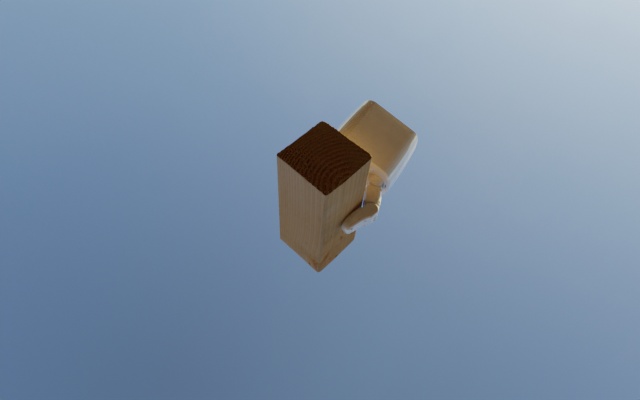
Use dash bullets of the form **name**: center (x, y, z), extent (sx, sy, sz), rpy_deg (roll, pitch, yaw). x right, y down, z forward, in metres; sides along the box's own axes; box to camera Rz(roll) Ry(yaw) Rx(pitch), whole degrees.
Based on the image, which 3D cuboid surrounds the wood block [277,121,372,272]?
- **wood block**: center (0.001, 0.002, 0.682), extent (0.090, 0.090, 0.206), rpy_deg (-40, -24, -26)
